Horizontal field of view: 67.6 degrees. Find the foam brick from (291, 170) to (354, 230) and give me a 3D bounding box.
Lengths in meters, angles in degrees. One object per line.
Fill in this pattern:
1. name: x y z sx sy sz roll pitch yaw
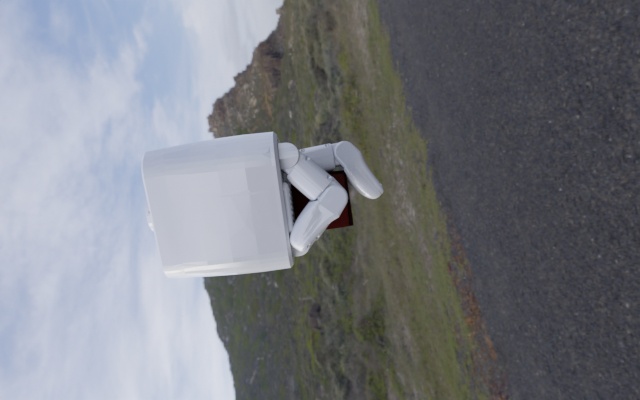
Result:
1. foam brick: 0.000 0.002 0.460 0.051 0.053 0.078 -8 -2 -1
